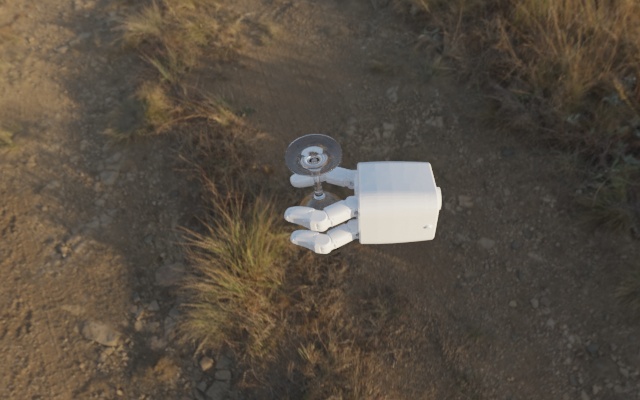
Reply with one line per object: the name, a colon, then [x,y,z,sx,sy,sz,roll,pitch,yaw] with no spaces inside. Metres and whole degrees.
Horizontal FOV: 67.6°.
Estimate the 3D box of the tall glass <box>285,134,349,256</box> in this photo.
tall glass: [0.000,0.002,0.687,0.079,0.079,0.201,0,-38,6]
